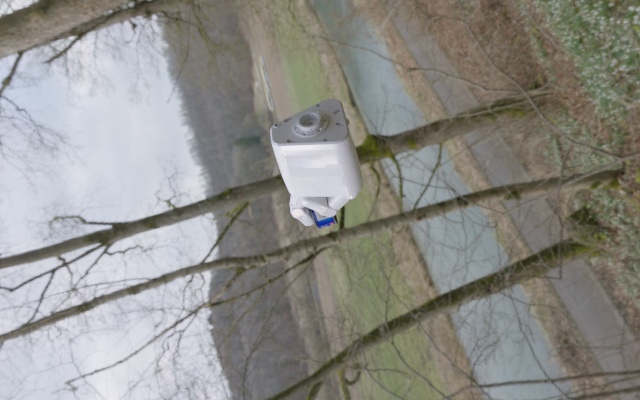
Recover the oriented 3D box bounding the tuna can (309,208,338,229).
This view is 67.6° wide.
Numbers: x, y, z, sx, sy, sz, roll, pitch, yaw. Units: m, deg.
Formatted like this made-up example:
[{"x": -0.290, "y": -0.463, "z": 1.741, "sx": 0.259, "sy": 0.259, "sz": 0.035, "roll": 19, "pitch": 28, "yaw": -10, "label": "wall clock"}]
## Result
[{"x": 0.000, "y": 0.003, "z": 0.791, "sx": 0.034, "sy": 0.086, "sz": 0.086, "roll": -18, "pitch": -2, "yaw": 5, "label": "tuna can"}]
